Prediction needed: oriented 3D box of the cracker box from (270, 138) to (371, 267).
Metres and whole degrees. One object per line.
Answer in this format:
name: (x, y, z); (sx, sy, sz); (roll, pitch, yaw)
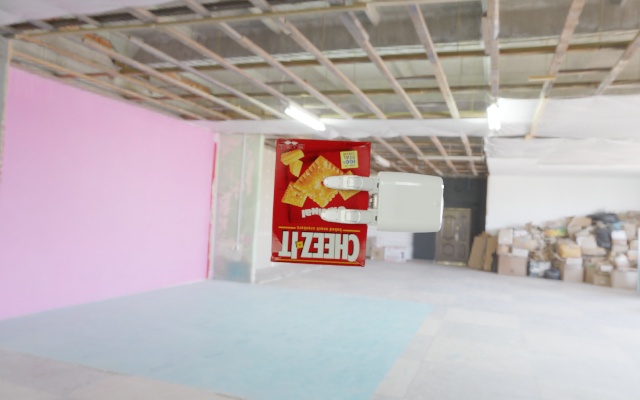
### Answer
cracker box: (0.000, 0.003, 0.826); (0.164, 0.213, 0.072); (3, -1, 0)
